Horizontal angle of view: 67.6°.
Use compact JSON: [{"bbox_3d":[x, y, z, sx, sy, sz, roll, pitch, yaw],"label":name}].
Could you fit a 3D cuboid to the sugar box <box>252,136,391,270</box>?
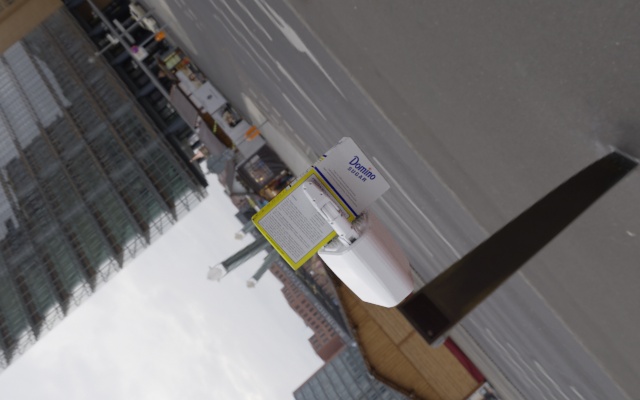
[{"bbox_3d":[0.000,0.002,0.661,0.176,0.093,0.048,-41,11,-3],"label":"sugar box"}]
